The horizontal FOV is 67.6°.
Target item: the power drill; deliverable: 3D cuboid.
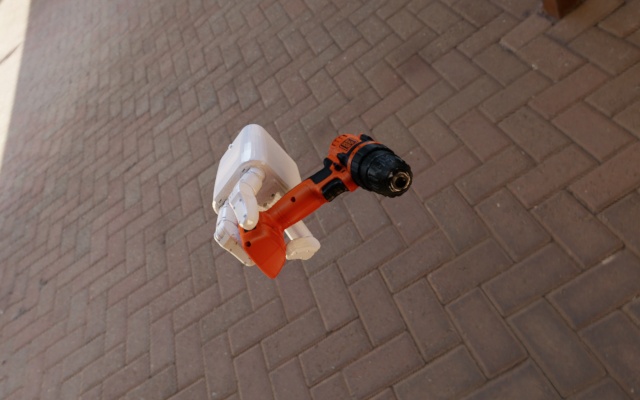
[{"bbox_3d":[0.000,0.002,0.528,0.187,0.057,0.184,-37,19,-2],"label":"power drill"}]
